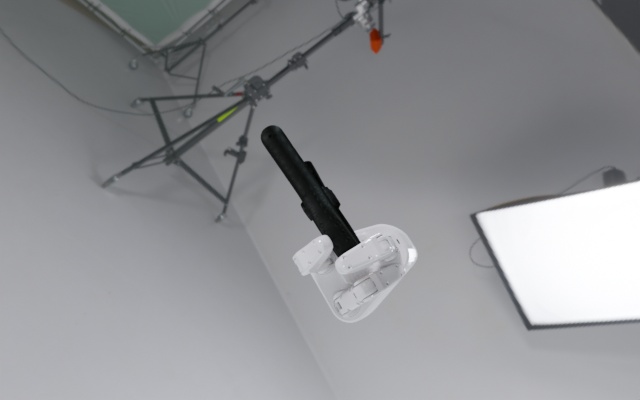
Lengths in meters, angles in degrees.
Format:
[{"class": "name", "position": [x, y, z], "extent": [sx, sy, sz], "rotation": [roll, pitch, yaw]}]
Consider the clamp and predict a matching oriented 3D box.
[{"class": "clamp", "position": [0.001, 0.001, 0.522], "extent": [0.039, 0.171, 0.120], "rotation": [-34, -15, 12]}]
